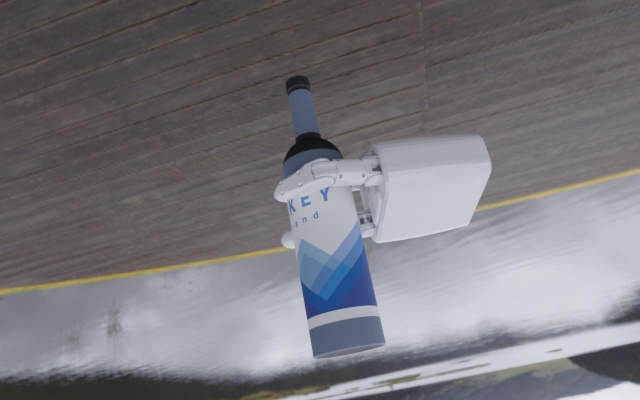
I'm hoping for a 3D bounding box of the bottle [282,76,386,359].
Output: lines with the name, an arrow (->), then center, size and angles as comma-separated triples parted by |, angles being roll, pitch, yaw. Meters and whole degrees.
bottle -> 0.000, 0.002, 0.482 | 0.069, 0.295, 0.069 | -10, -22, -4
